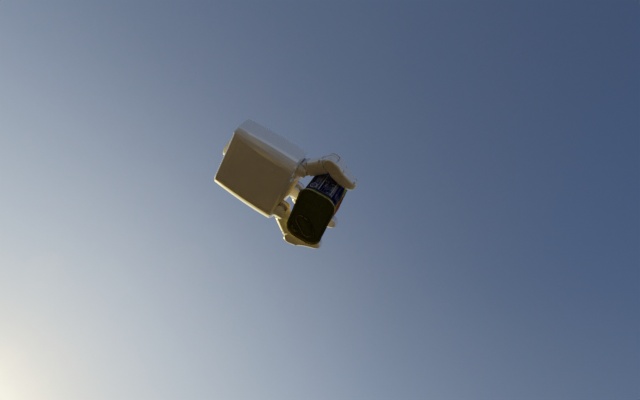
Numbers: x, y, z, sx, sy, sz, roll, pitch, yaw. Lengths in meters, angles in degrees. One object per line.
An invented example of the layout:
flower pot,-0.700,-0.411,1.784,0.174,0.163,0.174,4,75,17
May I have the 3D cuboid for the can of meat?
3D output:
can of meat,0.000,0.002,0.716,0.057,0.102,0.084,29,43,5
